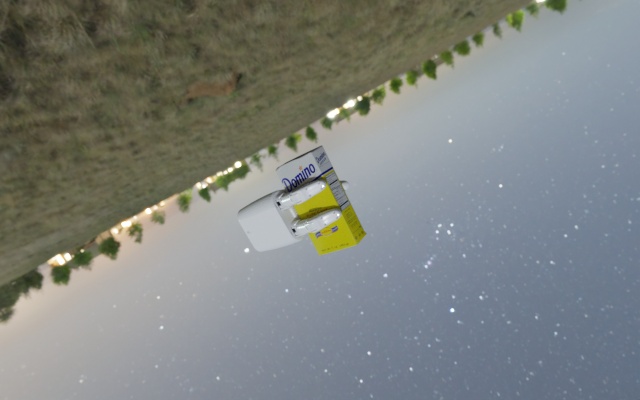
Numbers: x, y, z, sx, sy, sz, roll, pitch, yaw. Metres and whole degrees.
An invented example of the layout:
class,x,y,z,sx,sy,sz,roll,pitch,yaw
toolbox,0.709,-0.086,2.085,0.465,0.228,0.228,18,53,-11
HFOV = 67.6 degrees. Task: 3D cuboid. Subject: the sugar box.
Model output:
class,x,y,z,sx,sy,sz,roll,pitch,yaw
sugar box,0.000,0.003,0.831,0.093,0.176,0.048,-22,12,39
